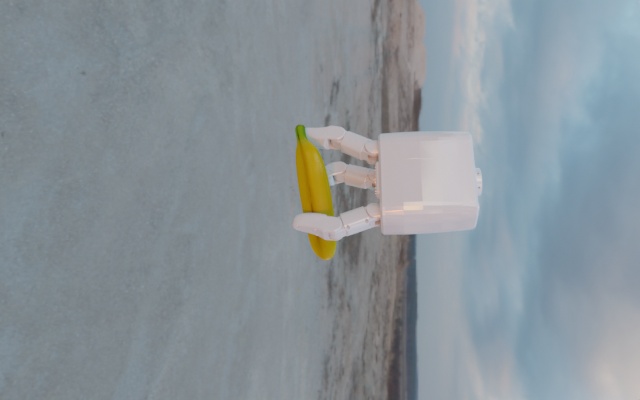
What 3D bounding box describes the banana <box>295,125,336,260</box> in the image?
[{"bbox_3d":[-0.002,0.009,0.592,0.037,0.198,0.069,-5,30,7],"label":"banana"}]
